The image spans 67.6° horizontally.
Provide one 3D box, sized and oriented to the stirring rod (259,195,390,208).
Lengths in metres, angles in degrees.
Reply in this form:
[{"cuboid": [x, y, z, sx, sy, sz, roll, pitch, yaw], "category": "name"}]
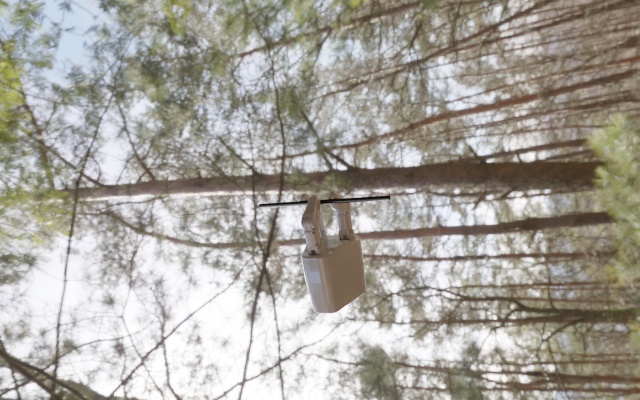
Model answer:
[{"cuboid": [0.000, 0.003, 0.798, 0.239, 0.011, 0.011, -4, -2, 26], "category": "stirring rod"}]
